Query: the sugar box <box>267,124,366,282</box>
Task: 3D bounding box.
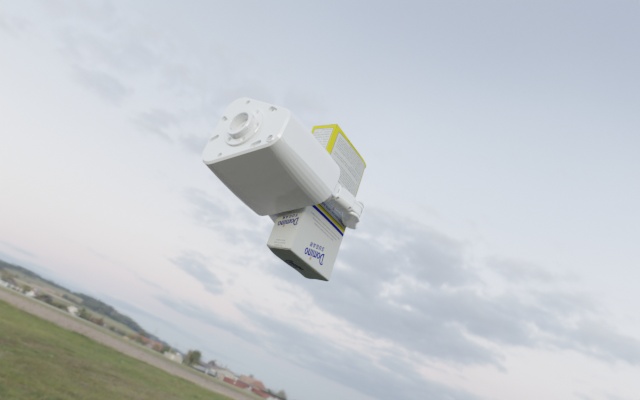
[{"bbox_3d":[0.000,0.002,0.602,0.048,0.176,0.093,4,-29,37],"label":"sugar box"}]
